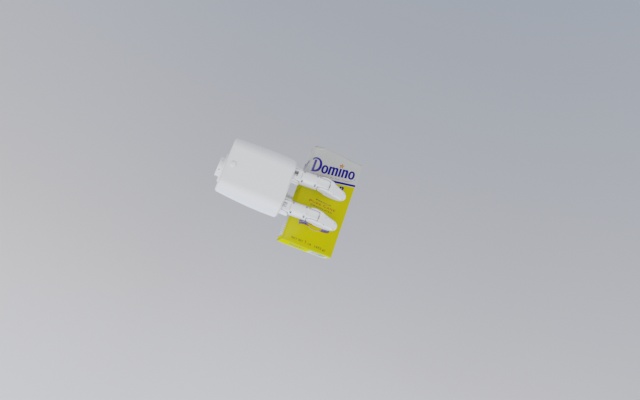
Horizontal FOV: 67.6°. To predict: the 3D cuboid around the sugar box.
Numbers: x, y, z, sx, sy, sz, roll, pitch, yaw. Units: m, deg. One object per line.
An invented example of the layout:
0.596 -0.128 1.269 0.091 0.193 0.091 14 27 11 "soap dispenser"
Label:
0.000 0.003 0.821 0.093 0.176 0.048 23 -15 -14 "sugar box"
